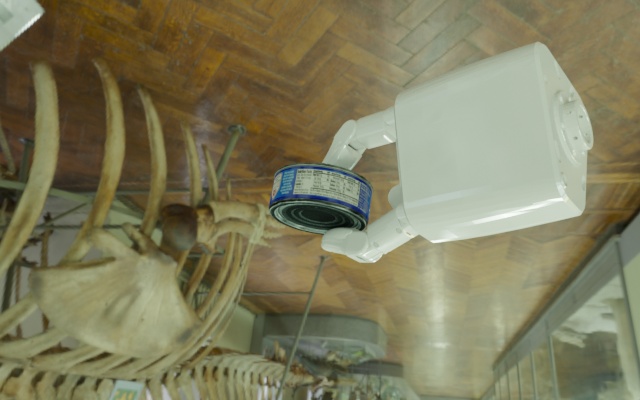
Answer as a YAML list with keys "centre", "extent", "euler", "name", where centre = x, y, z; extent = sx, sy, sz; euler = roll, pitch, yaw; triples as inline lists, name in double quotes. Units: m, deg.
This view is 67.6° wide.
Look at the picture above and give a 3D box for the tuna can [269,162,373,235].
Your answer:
- centre: [0.000, 0.002, 0.404]
  extent: [0.086, 0.033, 0.086]
  euler: [8, -20, 3]
  name: "tuna can"
